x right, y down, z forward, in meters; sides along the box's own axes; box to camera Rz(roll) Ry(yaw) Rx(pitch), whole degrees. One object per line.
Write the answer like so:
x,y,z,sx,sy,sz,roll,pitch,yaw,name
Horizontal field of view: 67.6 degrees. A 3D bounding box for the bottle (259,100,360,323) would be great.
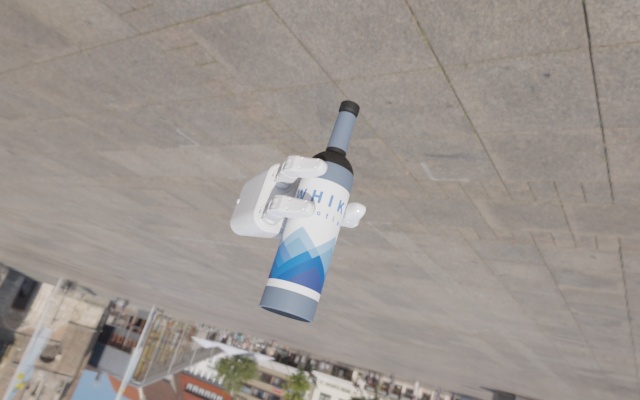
0.000,0.002,0.612,0.069,0.295,0.069,15,-19,5,bottle
